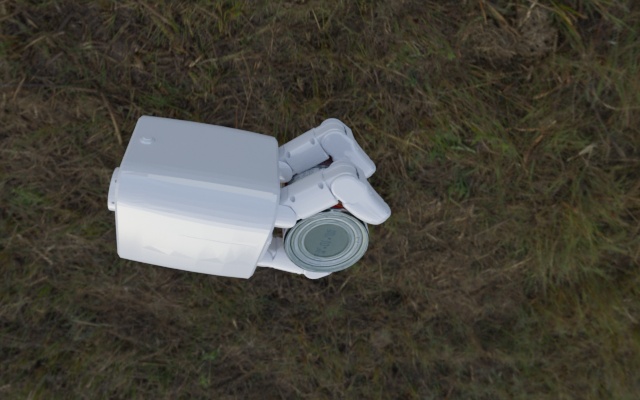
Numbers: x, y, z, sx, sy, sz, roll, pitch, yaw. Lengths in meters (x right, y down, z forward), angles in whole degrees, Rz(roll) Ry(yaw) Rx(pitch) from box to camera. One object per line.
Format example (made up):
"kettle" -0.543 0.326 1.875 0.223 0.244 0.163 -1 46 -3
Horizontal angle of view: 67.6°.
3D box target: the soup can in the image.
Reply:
"soup can" 0.001 0.002 0.401 0.068 0.069 0.102 0 39 -7
